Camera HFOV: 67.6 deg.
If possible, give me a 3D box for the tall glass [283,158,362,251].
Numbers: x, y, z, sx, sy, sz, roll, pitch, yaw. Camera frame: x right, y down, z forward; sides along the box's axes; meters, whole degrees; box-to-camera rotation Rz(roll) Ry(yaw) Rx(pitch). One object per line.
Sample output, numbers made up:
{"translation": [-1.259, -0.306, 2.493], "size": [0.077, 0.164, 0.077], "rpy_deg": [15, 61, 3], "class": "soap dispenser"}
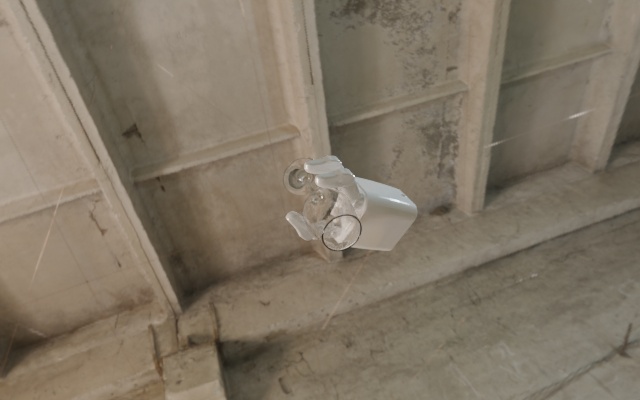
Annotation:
{"translation": [0.000, 0.002, 0.770], "size": [0.079, 0.079, 0.201], "rpy_deg": [0, 27, -20], "class": "tall glass"}
